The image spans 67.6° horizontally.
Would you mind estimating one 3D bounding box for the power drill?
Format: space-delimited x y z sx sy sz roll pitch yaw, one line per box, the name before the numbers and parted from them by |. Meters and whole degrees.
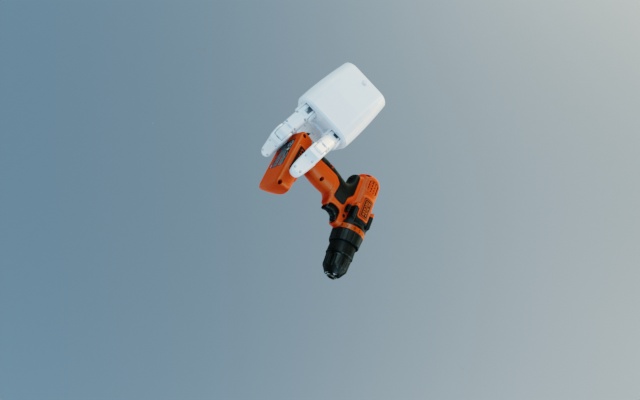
power drill | 0.000 0.002 0.723 0.188 0.184 0.057 39 -32 -28
